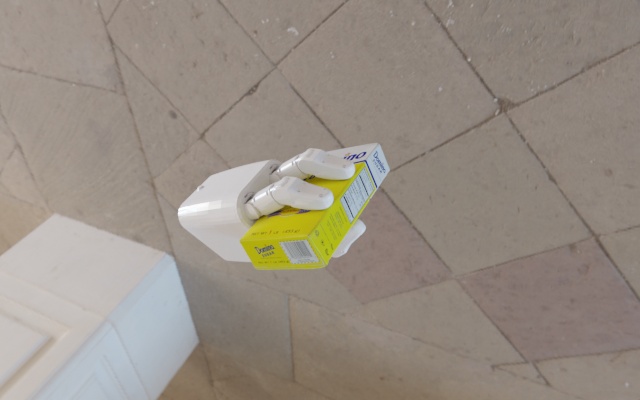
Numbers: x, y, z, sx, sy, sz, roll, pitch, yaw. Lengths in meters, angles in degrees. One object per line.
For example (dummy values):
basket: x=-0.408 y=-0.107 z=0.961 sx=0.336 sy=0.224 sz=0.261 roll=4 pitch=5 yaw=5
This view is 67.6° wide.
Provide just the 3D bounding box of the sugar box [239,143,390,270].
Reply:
sugar box: x=0.000 y=0.001 z=0.519 sx=0.093 sy=0.048 sz=0.176 roll=-7 pitch=33 yaw=35
